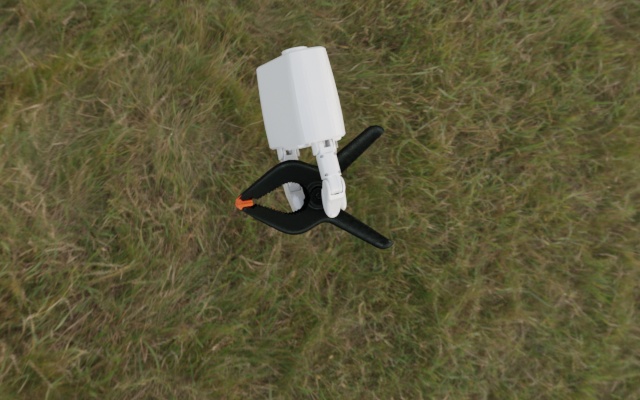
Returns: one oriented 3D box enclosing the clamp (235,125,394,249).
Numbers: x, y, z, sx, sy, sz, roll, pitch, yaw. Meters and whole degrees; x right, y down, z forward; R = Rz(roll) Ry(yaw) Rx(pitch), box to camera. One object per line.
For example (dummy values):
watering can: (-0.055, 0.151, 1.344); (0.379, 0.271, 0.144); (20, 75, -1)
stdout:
clamp: (0.000, 0.002, 0.613); (0.210, 0.164, 0.036); (-14, 6, -15)
